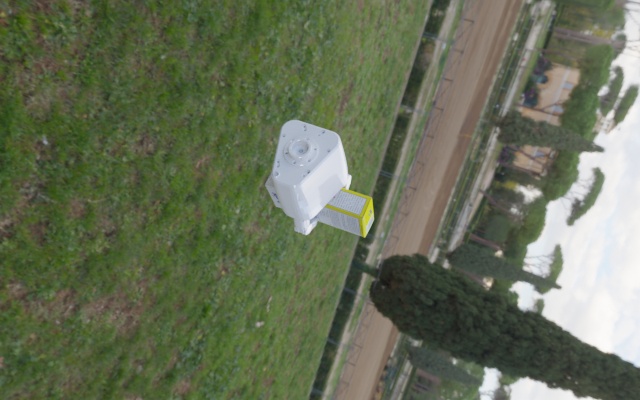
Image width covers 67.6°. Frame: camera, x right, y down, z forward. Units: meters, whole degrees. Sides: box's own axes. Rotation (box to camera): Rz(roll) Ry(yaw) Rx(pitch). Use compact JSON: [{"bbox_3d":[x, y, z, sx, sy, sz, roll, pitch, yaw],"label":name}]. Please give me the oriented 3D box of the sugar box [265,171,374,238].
[{"bbox_3d":[0.000,0.002,0.807,0.176,0.048,0.093,21,-21,17],"label":"sugar box"}]
